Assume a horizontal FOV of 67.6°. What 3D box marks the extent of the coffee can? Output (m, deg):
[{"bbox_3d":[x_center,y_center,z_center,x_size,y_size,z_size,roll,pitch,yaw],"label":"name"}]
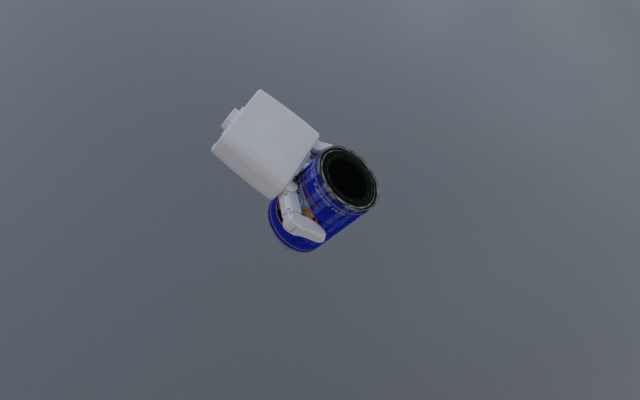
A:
[{"bbox_3d":[0.000,0.002,0.682,0.103,0.102,0.140,0,-28,-40],"label":"coffee can"}]
